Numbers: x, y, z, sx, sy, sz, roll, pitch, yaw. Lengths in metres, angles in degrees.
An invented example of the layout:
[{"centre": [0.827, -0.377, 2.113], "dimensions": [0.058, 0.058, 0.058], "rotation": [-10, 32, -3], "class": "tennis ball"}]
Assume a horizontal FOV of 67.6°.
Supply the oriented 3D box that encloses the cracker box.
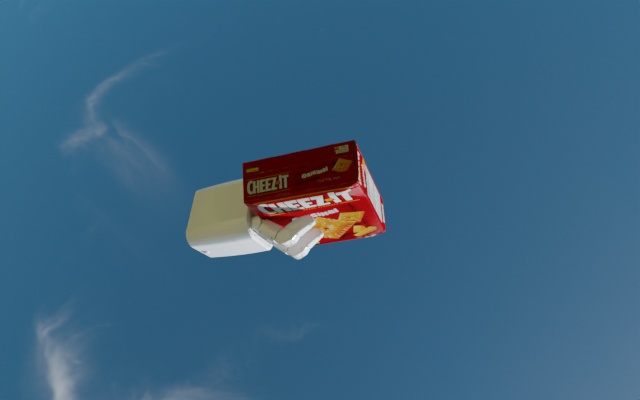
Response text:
[{"centre": [0.000, 0.002, 0.725], "dimensions": [0.164, 0.072, 0.214], "rotation": [-11, -24, 13], "class": "cracker box"}]
